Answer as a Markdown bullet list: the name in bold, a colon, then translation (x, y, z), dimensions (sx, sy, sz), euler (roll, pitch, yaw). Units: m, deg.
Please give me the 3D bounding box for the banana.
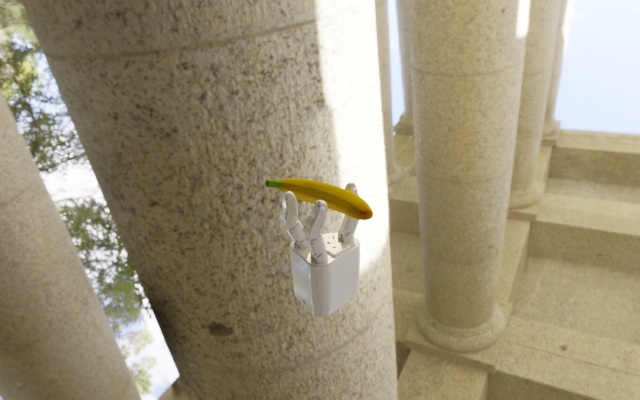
- **banana**: translation (0.008, -0.003, 0.765), dimensions (0.198, 0.037, 0.069), euler (15, 23, 30)
